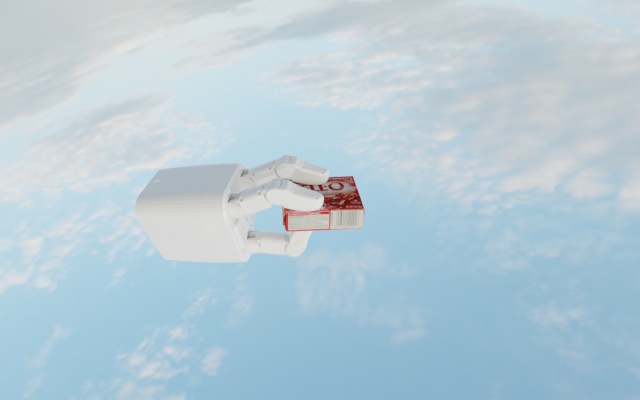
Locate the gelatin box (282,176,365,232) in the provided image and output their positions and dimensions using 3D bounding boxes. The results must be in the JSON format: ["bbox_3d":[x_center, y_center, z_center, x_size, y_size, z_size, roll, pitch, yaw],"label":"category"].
[{"bbox_3d":[0.000,0.002,0.544,0.089,0.030,0.073,-2,32,-7],"label":"gelatin box"}]
